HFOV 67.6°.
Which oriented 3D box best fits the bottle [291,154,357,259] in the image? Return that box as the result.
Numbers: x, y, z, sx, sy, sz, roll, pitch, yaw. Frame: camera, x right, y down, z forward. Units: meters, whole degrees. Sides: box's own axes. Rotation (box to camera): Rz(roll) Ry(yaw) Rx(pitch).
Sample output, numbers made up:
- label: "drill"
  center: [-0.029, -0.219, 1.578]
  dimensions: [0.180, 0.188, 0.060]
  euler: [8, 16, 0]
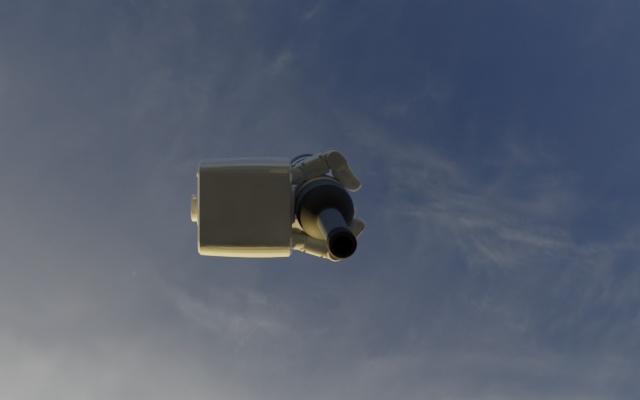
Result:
- label: "bottle"
  center: [0.000, 0.002, 0.579]
  dimensions: [0.069, 0.069, 0.295]
  euler: [0, 16, -8]
